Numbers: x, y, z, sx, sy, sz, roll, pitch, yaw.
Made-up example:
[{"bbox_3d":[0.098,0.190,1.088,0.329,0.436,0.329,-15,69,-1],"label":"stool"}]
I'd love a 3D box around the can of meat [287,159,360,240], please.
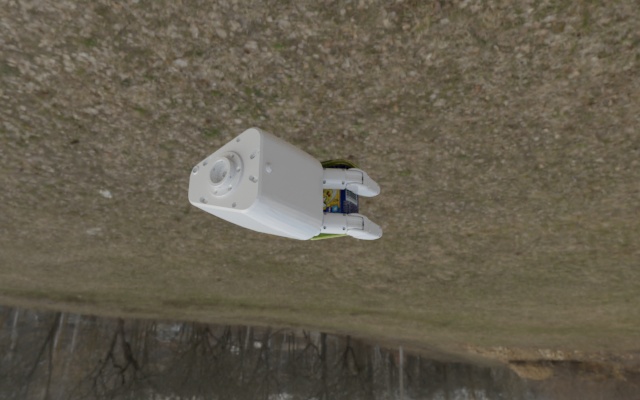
[{"bbox_3d":[0.000,0.002,0.609,0.102,0.084,0.057,-11,-23,28],"label":"can of meat"}]
